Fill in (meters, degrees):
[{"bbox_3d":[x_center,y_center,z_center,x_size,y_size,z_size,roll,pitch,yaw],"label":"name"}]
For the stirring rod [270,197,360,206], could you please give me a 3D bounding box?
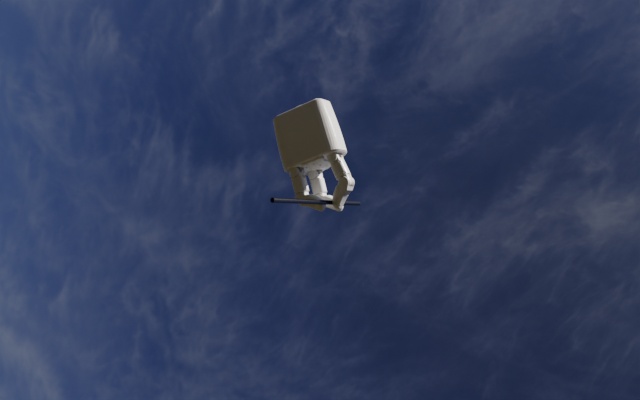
[{"bbox_3d":[0.000,0.003,0.814,0.011,0.011,0.239,0,-2,37],"label":"stirring rod"}]
